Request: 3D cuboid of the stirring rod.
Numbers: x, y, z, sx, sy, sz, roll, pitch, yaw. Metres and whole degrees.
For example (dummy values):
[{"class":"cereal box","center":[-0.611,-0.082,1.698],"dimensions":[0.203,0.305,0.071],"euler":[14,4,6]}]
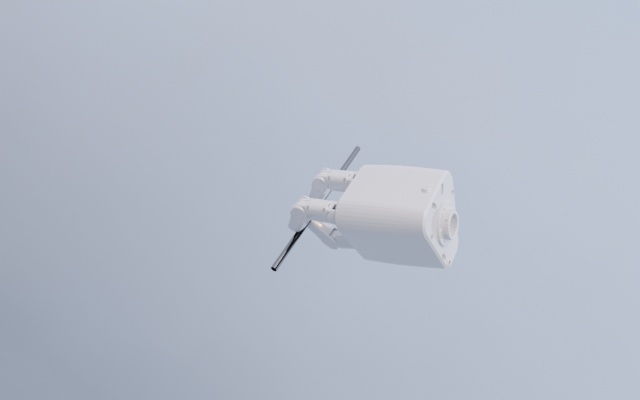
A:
[{"class":"stirring rod","center":[0.000,0.002,0.637],"dimensions":[0.011,0.011,0.239],"euler":[0,41,38]}]
